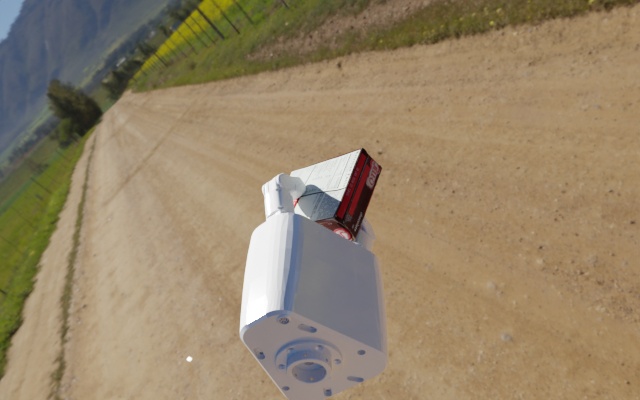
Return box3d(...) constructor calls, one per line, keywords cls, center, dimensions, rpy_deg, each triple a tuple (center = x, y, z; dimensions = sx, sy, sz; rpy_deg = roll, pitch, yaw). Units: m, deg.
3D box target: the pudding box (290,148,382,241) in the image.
box3d(cls="pudding box", center=(0.000, 0.002, 0.486), dimensions=(0.113, 0.090, 0.039), rpy_deg=(-12, -47, 44))
